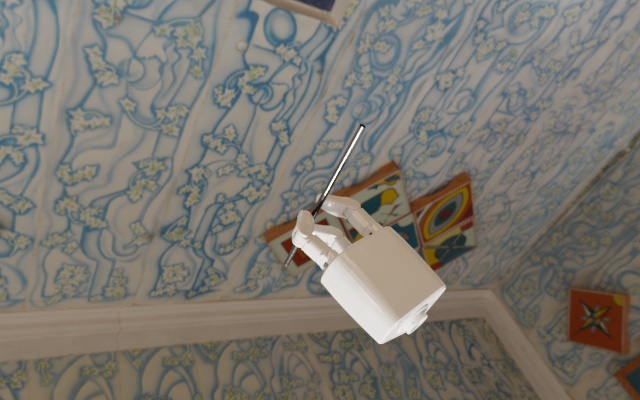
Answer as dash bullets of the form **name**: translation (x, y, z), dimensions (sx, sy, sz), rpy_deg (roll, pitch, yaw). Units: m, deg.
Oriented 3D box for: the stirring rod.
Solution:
- **stirring rod**: translation (0.000, 0.002, 0.622), dimensions (0.011, 0.240, 0.011), rpy_deg (20, 33, -14)
